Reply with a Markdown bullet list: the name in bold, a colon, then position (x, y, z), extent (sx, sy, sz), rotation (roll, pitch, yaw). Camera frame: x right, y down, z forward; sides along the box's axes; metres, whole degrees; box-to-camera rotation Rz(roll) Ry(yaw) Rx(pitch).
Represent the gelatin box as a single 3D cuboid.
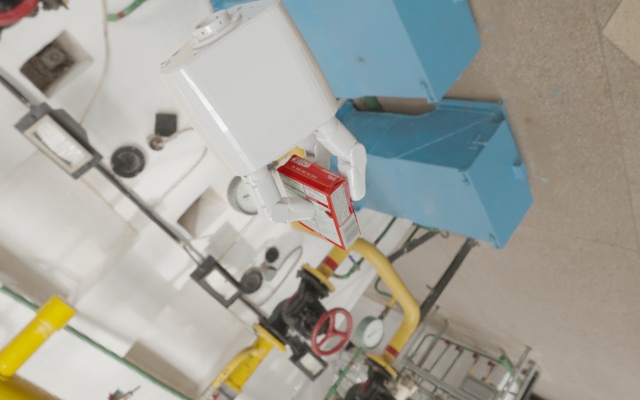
- **gelatin box**: position (0.000, 0.002, 0.497), extent (0.073, 0.089, 0.030), rotation (28, 60, 37)
